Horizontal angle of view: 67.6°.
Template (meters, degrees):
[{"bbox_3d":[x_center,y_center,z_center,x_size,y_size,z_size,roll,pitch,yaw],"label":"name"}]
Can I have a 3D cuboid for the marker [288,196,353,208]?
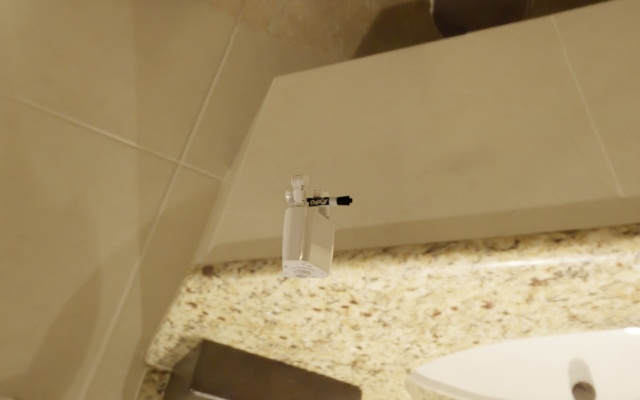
[{"bbox_3d":[0.000,0.003,0.891,0.121,0.020,0.020,-3,-1,15],"label":"marker"}]
